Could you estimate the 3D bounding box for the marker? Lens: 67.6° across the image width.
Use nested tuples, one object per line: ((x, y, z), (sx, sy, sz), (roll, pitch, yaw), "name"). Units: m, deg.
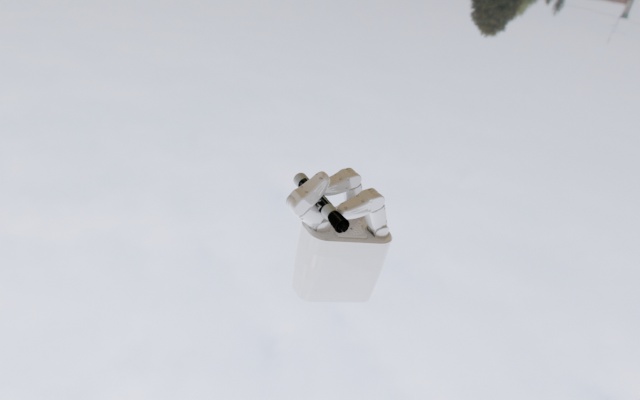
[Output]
((0.000, 0.002, 0.579), (0.020, 0.020, 0.121), (0, 30, -32), "marker")
